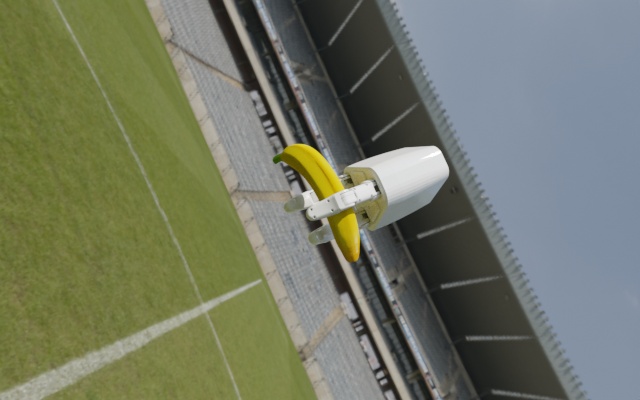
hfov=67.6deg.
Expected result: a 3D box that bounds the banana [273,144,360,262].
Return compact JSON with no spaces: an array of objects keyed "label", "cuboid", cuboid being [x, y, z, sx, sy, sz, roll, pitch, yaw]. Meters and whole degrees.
[{"label":"banana","cuboid":[0.003,-0.012,0.633,0.037,0.197,0.070,-20,-29,-30]}]
